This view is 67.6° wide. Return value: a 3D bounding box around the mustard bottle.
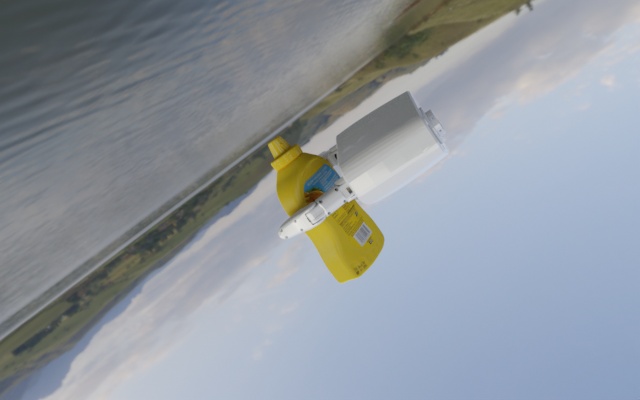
[{"bbox_3d":[0.000,0.002,0.592,0.058,0.191,0.096,-27,14,42],"label":"mustard bottle"}]
